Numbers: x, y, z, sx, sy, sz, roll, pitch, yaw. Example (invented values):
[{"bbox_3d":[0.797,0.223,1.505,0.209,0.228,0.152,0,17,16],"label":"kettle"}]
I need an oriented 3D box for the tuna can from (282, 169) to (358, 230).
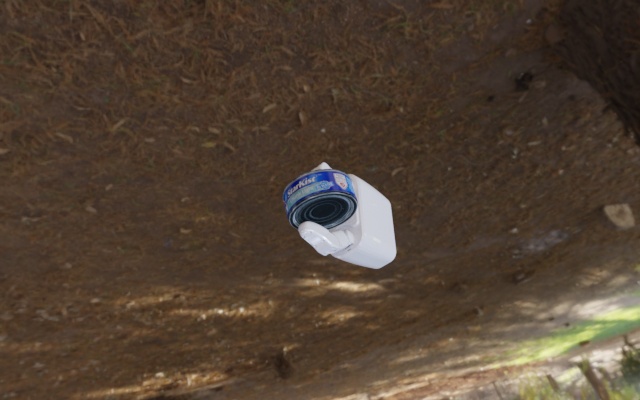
[{"bbox_3d":[0.000,0.002,0.564,0.086,0.033,0.086,-11,-32,-7],"label":"tuna can"}]
